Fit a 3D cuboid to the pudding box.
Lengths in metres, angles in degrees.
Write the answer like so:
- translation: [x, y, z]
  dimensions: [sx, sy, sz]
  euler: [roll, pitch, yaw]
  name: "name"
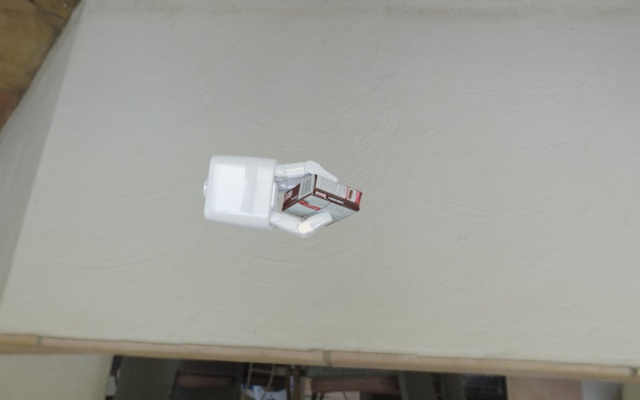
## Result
- translation: [0.000, 0.003, 0.781]
  dimensions: [0.090, 0.039, 0.113]
  euler: [20, -22, -24]
  name: "pudding box"
